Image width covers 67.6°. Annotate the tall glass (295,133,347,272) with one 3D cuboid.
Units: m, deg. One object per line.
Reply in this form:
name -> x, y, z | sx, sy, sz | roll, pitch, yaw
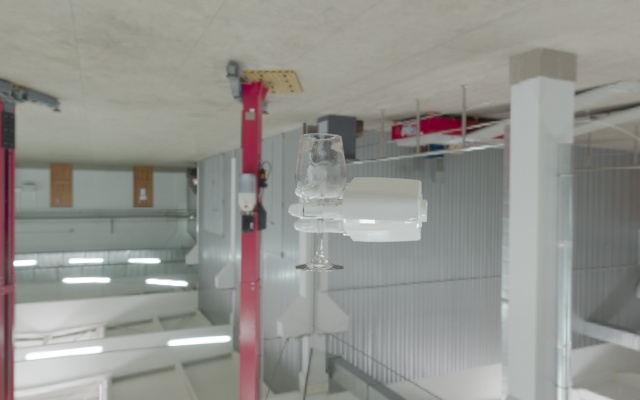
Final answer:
tall glass -> 0.000, 0.003, 0.721 | 0.079, 0.201, 0.079 | 0, 1, 0
